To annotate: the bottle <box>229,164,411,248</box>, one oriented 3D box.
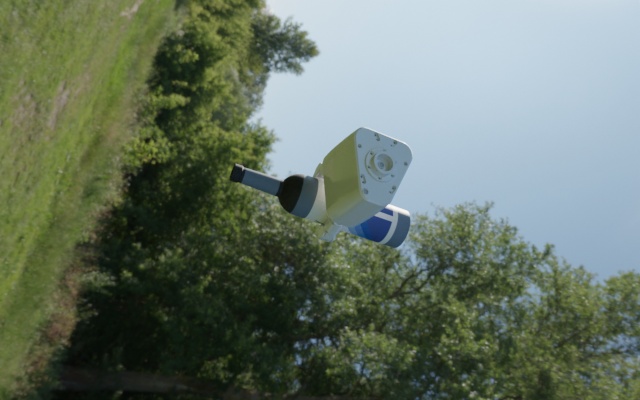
[{"bbox_3d":[0.000,0.003,0.763,0.296,0.069,0.069,19,-6,-16],"label":"bottle"}]
